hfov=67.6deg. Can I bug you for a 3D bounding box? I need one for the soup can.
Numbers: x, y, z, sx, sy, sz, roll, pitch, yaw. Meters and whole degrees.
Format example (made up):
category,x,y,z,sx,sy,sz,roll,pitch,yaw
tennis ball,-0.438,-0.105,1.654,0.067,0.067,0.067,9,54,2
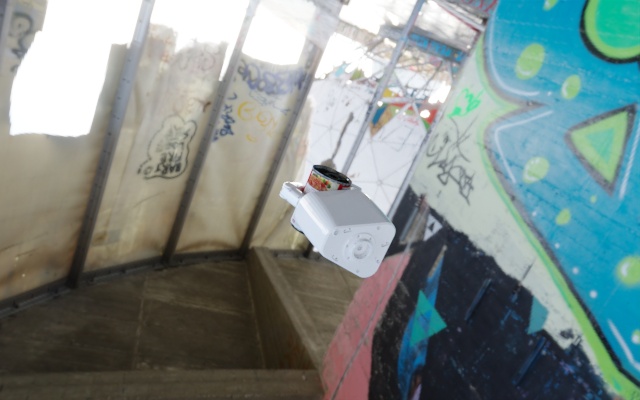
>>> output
category,x,y,z,sx,sy,sz,roll,pitch,yaw
soup can,0.000,0.003,0.767,0.068,0.102,0.068,21,17,-7
